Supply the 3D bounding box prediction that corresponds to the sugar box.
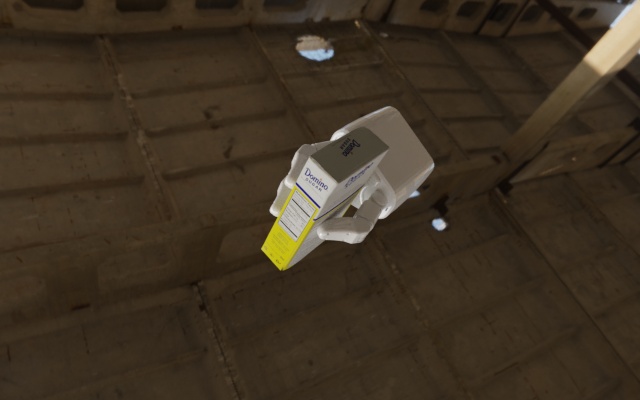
[{"bbox_3d":[0.000,0.001,0.532,0.093,0.048,0.176,-35,-18,-40],"label":"sugar box"}]
